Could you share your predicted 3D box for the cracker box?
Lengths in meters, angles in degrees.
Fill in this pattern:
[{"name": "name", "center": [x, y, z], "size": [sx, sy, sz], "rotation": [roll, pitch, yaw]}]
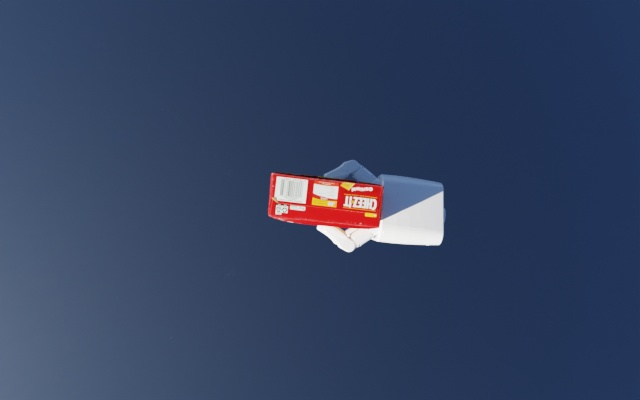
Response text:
[{"name": "cracker box", "center": [0.000, 0.002, 0.781], "size": [0.164, 0.072, 0.213], "rotation": [6, -1, -4]}]
